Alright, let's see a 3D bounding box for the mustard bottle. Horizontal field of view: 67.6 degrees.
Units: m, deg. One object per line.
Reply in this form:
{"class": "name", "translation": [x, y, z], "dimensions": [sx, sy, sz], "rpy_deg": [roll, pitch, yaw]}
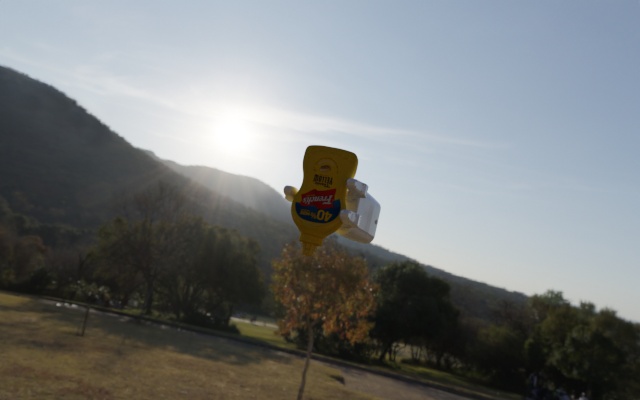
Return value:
{"class": "mustard bottle", "translation": [0.000, 0.002, 0.833], "dimensions": [0.096, 0.191, 0.058], "rpy_deg": [12, -11, 11]}
